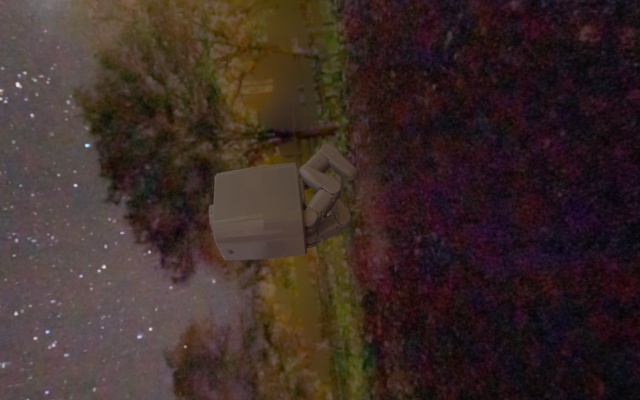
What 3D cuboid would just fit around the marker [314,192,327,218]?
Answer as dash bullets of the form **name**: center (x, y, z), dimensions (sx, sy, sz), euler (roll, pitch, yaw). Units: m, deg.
- **marker**: center (0.000, 0.002, 0.670), dimensions (0.020, 0.020, 0.121), euler (0, -27, 0)
